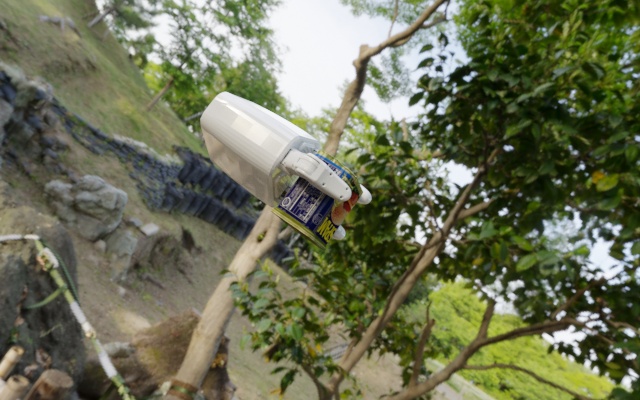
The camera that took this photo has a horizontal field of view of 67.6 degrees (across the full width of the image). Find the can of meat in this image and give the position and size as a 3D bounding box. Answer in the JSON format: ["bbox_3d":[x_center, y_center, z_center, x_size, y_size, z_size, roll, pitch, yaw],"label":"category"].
[{"bbox_3d":[0.000,0.001,0.535,0.057,0.084,0.102,34,-6,18],"label":"can of meat"}]
